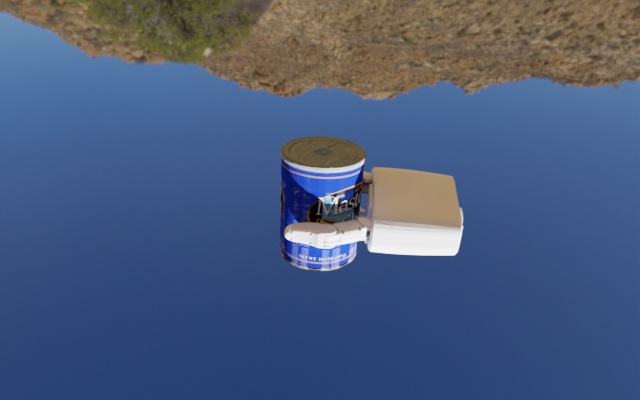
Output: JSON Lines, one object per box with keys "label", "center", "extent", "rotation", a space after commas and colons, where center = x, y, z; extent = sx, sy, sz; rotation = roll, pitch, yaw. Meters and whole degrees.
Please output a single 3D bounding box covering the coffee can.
{"label": "coffee can", "center": [0.000, 0.002, 0.602], "extent": [0.103, 0.140, 0.102], "rotation": [3, 27, -1]}
